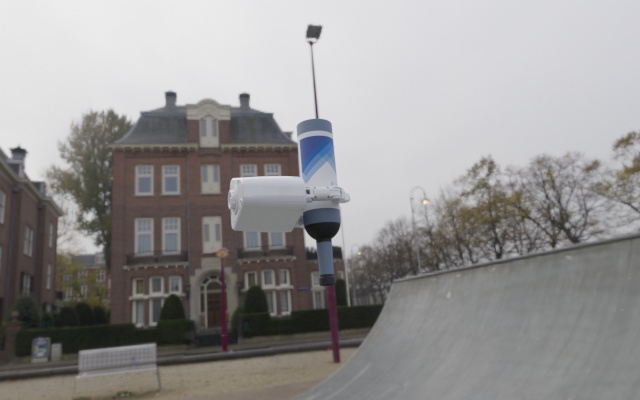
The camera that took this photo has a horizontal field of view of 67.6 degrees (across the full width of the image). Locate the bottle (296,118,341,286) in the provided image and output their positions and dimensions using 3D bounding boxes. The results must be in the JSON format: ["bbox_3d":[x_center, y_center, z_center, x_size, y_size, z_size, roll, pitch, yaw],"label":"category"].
[{"bbox_3d":[0.000,0.003,0.854,0.069,0.295,0.069,-5,-14,-1],"label":"bottle"}]
